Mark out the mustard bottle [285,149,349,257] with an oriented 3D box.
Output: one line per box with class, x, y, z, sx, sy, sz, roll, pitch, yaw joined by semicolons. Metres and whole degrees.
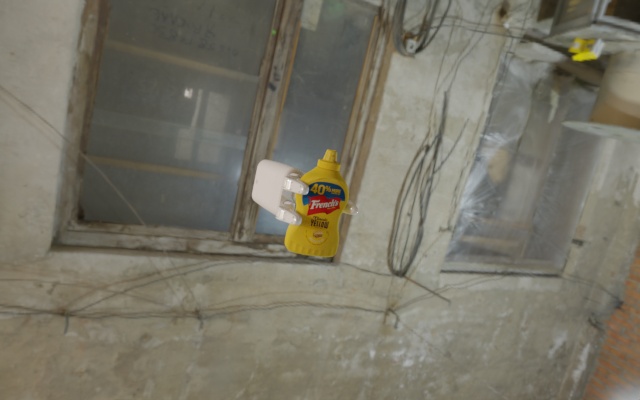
mustard bottle;0.000;0.003;0.863;0.096;0.191;0.058;10;10;-16
